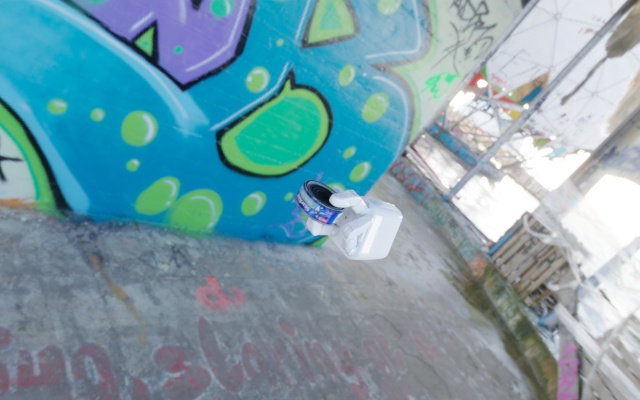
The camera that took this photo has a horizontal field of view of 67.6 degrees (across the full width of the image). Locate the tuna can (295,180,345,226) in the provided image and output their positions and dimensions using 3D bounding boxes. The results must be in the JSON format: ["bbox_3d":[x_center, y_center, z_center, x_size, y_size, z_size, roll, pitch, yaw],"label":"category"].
[{"bbox_3d":[0.000,0.002,0.826,0.086,0.034,0.086,29,24,-14],"label":"tuna can"}]
